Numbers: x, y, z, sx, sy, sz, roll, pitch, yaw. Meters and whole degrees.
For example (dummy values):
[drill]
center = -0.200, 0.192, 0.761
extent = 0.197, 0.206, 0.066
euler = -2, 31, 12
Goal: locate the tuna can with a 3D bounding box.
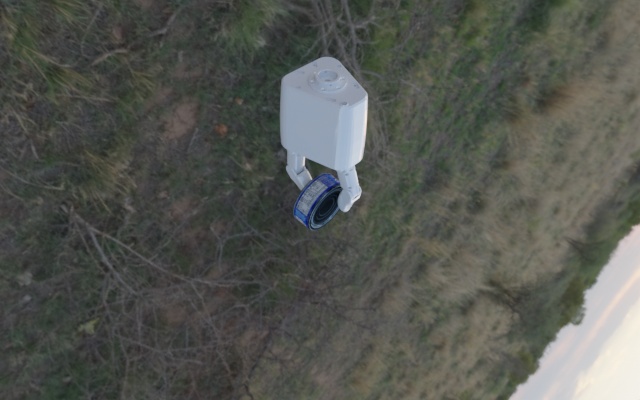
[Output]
[tuna can]
center = 0.001, 0.003, 0.716
extent = 0.033, 0.086, 0.086
euler = 39, 18, 24
